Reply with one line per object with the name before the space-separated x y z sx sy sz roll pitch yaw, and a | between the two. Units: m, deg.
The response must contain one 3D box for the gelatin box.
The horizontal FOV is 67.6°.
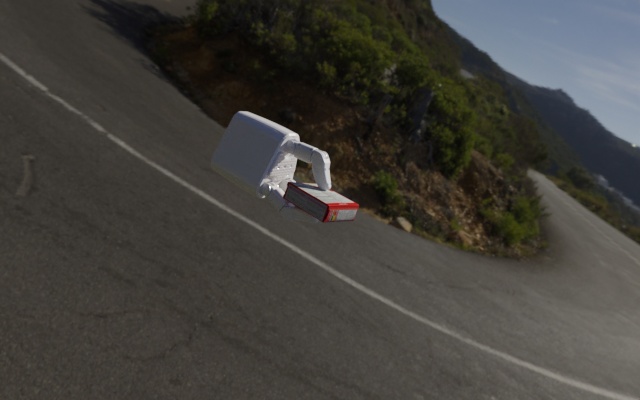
gelatin box | 0.001 0.002 0.711 0.089 0.030 0.073 29 18 36
